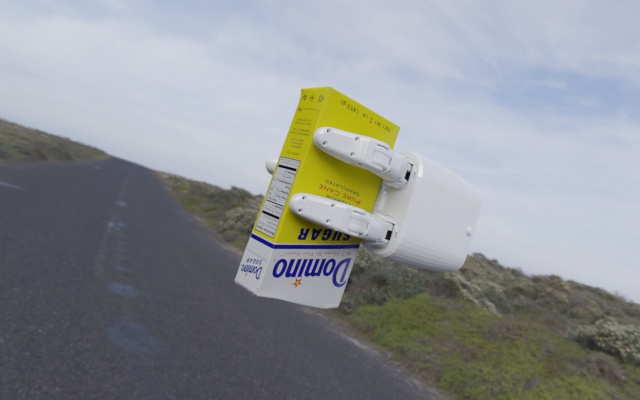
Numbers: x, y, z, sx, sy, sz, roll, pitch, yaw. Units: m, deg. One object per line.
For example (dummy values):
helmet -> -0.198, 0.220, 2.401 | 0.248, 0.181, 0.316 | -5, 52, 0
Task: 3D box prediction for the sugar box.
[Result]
sugar box -> 0.001, 0.001, 0.413 | 0.093, 0.176, 0.048 | 19, -3, -38
